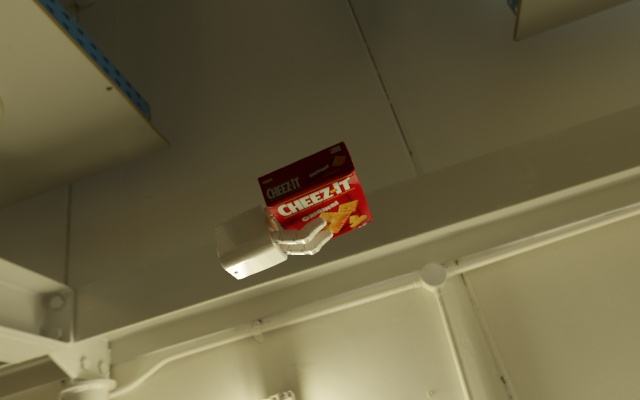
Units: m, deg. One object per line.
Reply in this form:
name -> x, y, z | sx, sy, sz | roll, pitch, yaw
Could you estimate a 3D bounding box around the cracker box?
cracker box -> 0.000, 0.003, 0.892 | 0.164, 0.072, 0.214 | -24, -30, 3
